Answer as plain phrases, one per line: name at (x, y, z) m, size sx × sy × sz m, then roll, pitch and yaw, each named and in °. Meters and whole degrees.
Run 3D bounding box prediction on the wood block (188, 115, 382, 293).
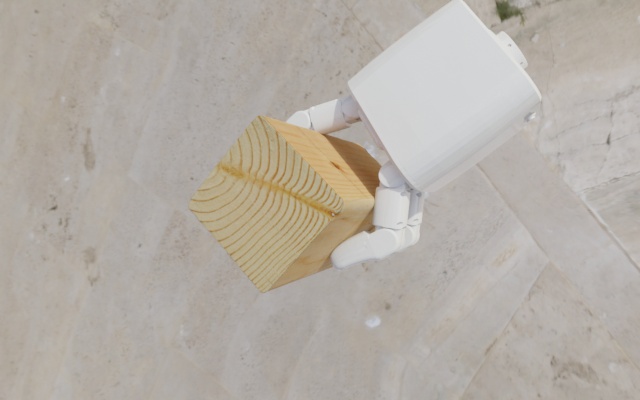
wood block at (0.000, 0.001, 0.416) m, size 0.091 × 0.090 × 0.206 m, roll 47°, pitch 17°, yaw 16°
